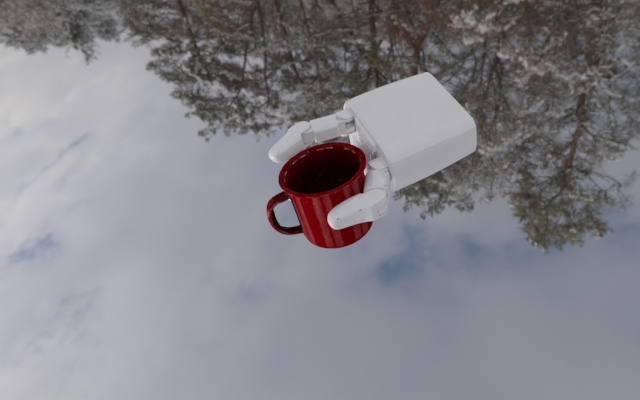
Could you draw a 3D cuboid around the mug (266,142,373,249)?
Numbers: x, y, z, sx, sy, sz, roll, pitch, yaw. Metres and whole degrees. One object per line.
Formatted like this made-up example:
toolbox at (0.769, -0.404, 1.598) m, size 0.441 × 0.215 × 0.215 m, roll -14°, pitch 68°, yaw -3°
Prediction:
mug at (-0.001, 0.002, 0.510) m, size 0.117 × 0.082 × 0.093 m, roll -24°, pitch 37°, yaw -7°
